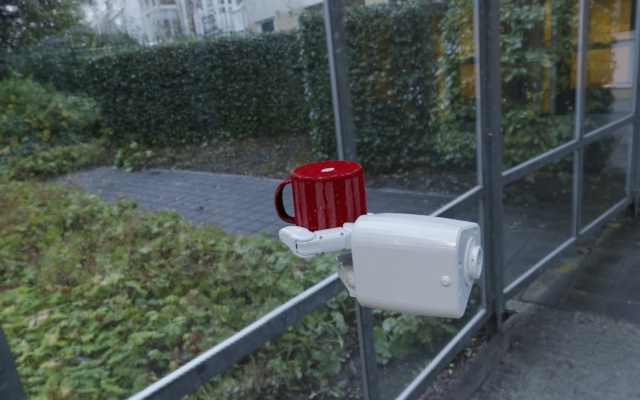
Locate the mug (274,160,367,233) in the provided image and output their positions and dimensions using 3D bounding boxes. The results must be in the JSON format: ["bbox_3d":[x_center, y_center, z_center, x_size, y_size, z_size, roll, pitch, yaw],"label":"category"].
[{"bbox_3d":[-0.001,0.001,0.544,0.117,0.081,0.093,4,19,28],"label":"mug"}]
